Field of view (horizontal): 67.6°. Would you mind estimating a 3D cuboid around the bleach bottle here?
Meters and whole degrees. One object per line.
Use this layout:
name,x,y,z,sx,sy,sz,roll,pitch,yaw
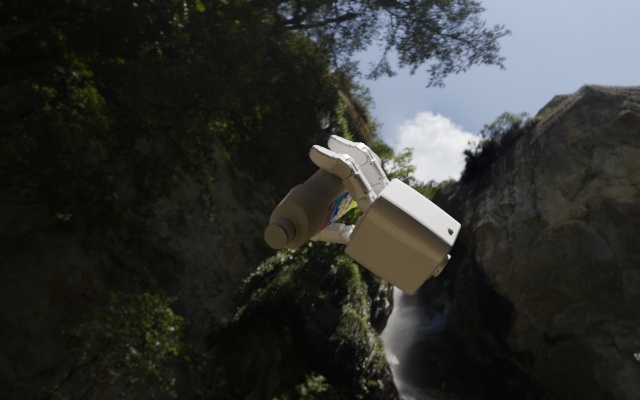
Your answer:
bleach bottle,0.000,0.002,0.618,0.068,0.103,0.250,35,32,9
